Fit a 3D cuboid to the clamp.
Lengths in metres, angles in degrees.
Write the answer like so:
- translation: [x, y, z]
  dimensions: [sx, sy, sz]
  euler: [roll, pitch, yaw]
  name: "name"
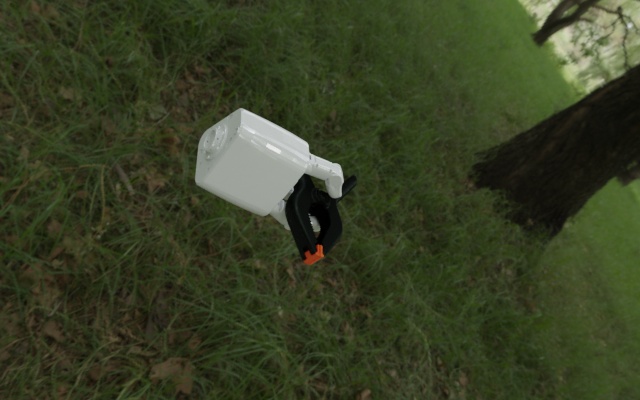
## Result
- translation: [0.000, 0.002, 0.695]
  dimensions: [0.164, 0.209, 0.036]
  euler: [24, -46, -33]
  name: "clamp"
